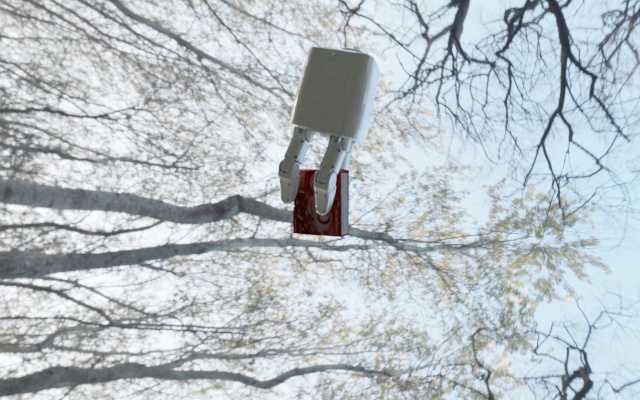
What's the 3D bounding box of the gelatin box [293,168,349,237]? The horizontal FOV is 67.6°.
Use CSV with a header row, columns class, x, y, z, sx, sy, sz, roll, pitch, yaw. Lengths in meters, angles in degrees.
class,x,y,z,sx,sy,sz,roll,pitch,yaw
gelatin box,0.000,0.002,0.639,0.073,0.089,0.030,2,5,27
